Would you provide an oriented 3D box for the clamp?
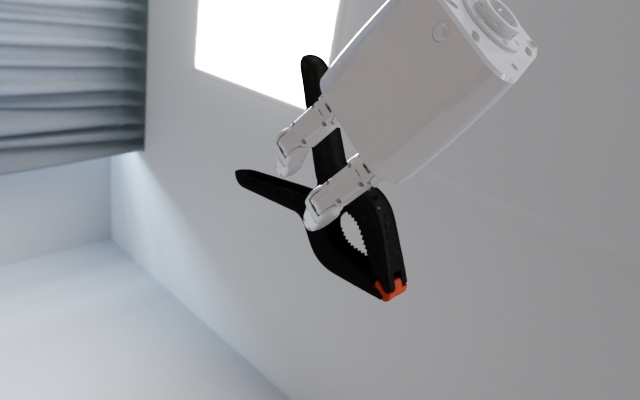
[{"bbox_3d":[0.001,0.002,0.432,0.036,0.210,0.165,-17,-19,-44],"label":"clamp"}]
